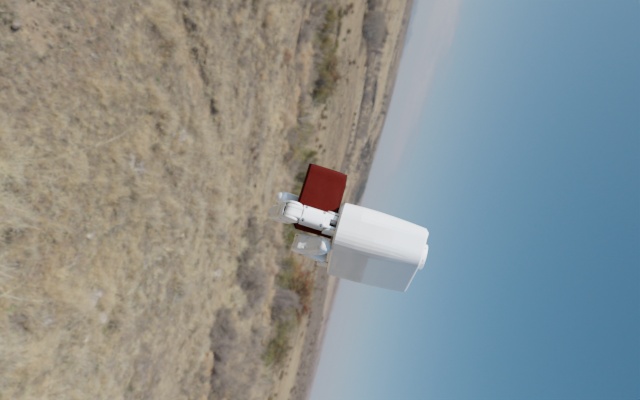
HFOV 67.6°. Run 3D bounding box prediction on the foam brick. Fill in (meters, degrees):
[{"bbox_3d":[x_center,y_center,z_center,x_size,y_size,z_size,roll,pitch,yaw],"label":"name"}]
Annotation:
[{"bbox_3d":[0.000,0.002,0.615,0.051,0.078,0.053,15,-16,6],"label":"foam brick"}]
